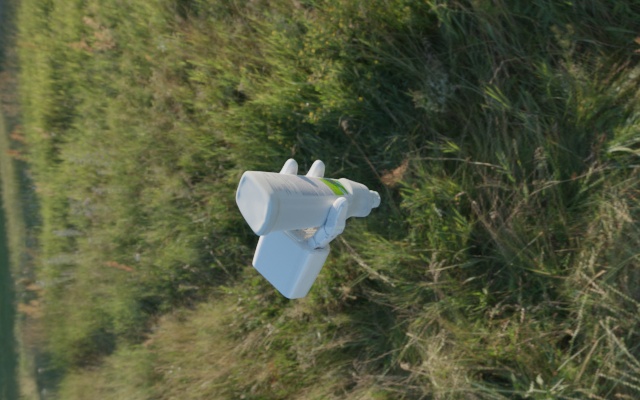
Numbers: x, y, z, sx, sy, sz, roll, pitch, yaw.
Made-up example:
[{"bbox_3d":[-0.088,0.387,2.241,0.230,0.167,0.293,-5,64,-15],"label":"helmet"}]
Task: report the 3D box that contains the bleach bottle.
[{"bbox_3d":[0.000,0.002,0.753,0.251,0.068,0.102,1,35,-38],"label":"bleach bottle"}]
